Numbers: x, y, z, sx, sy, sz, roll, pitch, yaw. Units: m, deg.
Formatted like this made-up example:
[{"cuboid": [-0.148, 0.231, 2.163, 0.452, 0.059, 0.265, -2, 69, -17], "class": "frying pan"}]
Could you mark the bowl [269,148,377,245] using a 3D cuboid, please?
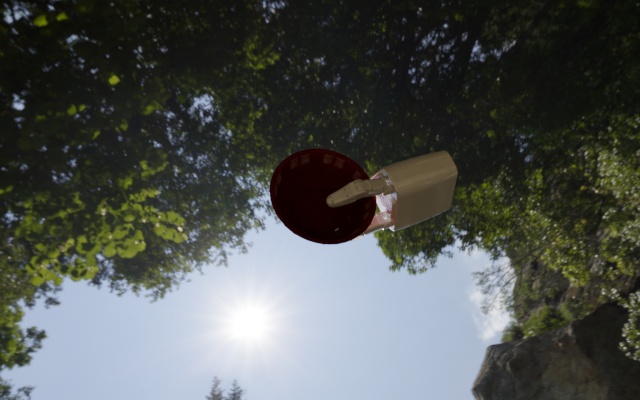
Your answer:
[{"cuboid": [-0.001, 0.003, 0.723, 0.162, 0.162, 0.055, 0, -28, -14], "class": "bowl"}]
